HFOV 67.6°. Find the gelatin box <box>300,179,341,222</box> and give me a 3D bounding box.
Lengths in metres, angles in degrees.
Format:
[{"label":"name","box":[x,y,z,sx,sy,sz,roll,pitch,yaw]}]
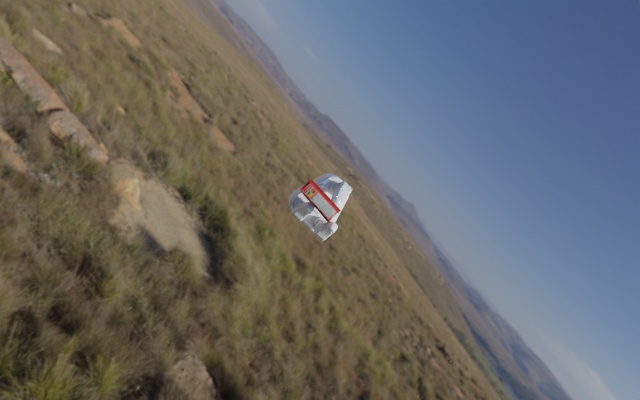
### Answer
[{"label":"gelatin box","box":[0.000,0.002,0.832,0.030,0.073,0.089,-42,-3,-2]}]
